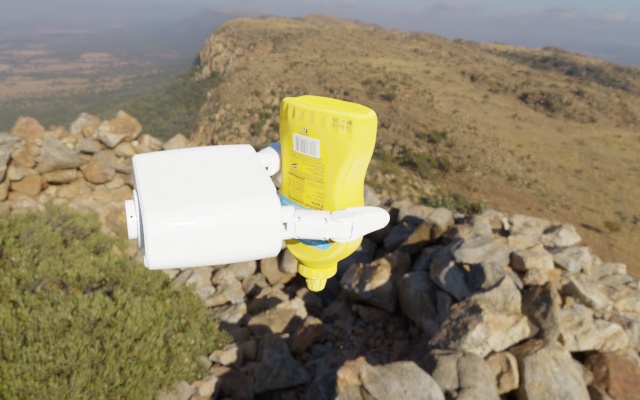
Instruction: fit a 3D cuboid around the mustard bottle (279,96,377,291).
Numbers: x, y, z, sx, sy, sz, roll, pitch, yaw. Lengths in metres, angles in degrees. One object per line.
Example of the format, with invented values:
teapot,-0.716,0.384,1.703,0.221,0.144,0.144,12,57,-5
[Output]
mustard bottle,0.000,0.001,0.461,0.096,0.192,0.058,21,27,37
